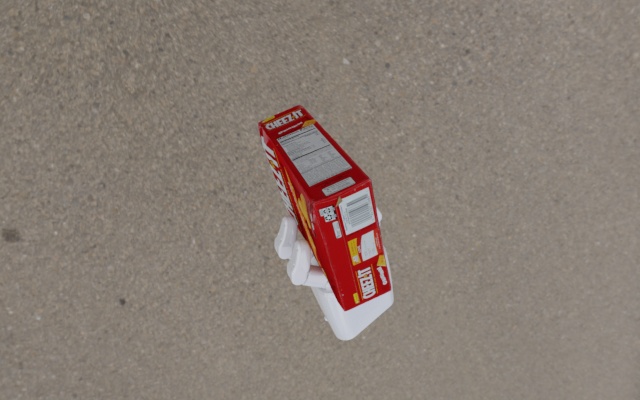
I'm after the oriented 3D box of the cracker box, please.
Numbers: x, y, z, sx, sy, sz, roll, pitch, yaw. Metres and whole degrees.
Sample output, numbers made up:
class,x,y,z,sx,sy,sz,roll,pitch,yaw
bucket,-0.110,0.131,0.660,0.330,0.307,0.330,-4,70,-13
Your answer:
class,x,y,z,sx,sy,sz,roll,pitch,yaw
cracker box,0.000,0.002,0.584,0.072,0.164,0.213,-23,37,-10
